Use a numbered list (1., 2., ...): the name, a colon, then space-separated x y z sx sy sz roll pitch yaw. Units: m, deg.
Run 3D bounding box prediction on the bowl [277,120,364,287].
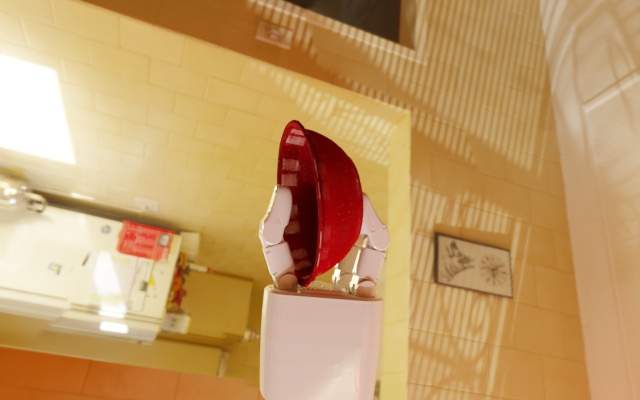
1. bowl: 0.001 0.000 0.470 0.055 0.162 0.162 -5 1 -17
